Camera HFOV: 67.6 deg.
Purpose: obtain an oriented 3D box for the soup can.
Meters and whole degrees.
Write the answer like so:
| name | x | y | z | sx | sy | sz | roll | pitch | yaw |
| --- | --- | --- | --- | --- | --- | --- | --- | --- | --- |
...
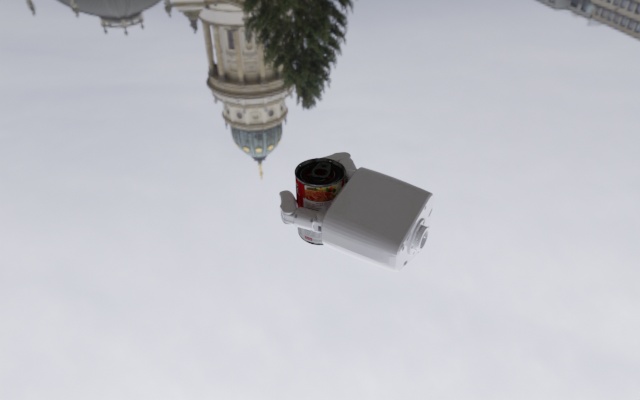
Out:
| name | x | y | z | sx | sy | sz | roll | pitch | yaw |
| --- | --- | --- | --- | --- | --- | --- | --- | --- | --- |
| soup can | 0.000 | 0.002 | 0.655 | 0.068 | 0.102 | 0.068 | 0 | 36 | 0 |
